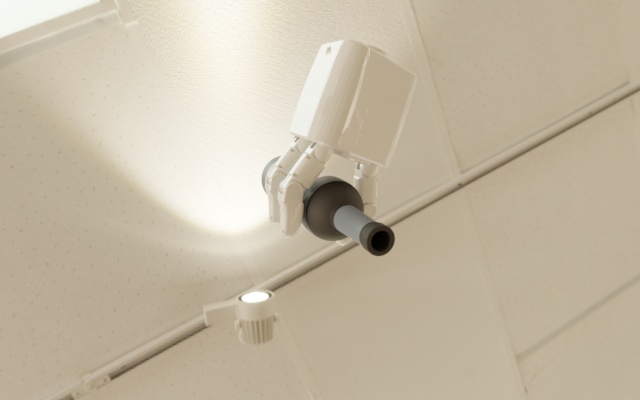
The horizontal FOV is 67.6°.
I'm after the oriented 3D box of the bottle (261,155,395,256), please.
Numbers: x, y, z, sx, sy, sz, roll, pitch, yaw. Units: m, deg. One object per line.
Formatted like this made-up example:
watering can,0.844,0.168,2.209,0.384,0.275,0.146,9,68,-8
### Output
bottle,0.000,0.002,0.537,0.069,0.069,0.295,0,13,-21
